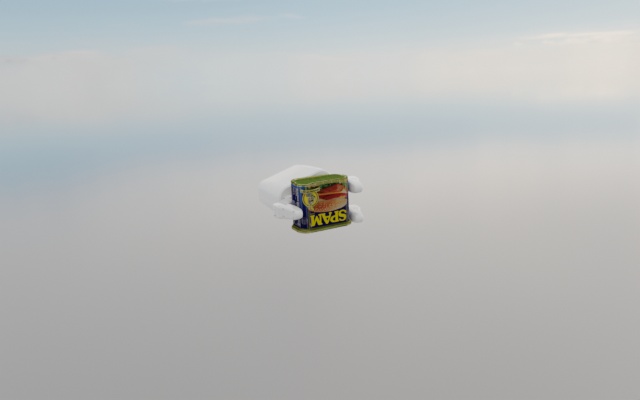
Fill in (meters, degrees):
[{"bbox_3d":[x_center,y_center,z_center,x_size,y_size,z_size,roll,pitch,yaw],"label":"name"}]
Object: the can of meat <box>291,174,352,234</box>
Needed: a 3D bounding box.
[{"bbox_3d":[0.000,0.002,0.808,0.102,0.084,0.057,-10,16,-26],"label":"can of meat"}]
